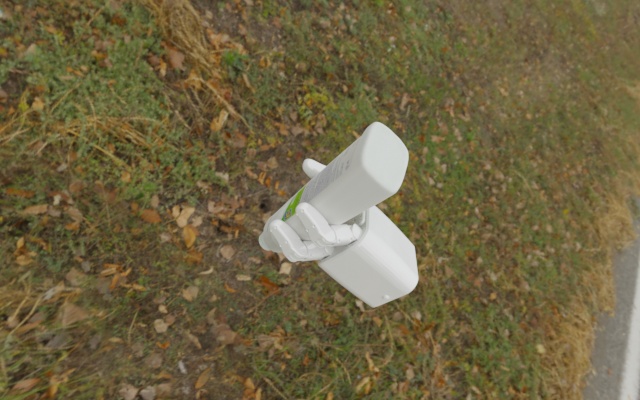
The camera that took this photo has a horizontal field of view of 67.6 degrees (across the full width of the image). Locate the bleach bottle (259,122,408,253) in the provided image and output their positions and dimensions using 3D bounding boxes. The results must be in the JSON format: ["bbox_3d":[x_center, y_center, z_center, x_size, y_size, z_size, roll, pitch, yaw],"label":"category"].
[{"bbox_3d":[0.000,0.002,0.639,0.068,0.102,0.251,41,-47,-16],"label":"bleach bottle"}]
